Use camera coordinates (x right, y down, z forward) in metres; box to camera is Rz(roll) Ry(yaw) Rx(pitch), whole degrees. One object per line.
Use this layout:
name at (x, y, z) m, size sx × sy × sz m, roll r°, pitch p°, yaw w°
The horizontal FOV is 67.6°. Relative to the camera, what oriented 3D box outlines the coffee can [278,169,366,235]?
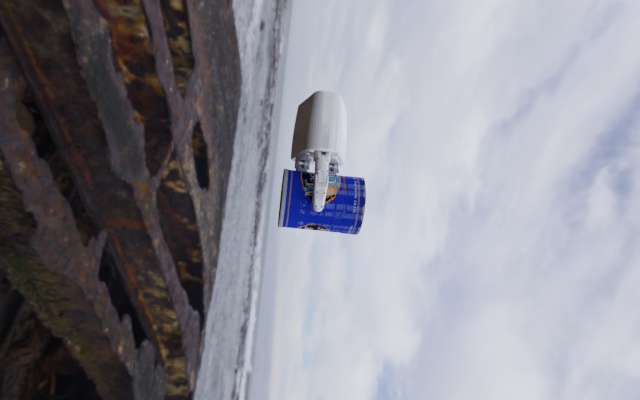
coffee can at (0.000, 0.003, 0.837) m, size 0.140 × 0.103 × 0.103 m, roll 6°, pitch -1°, yaw -6°
